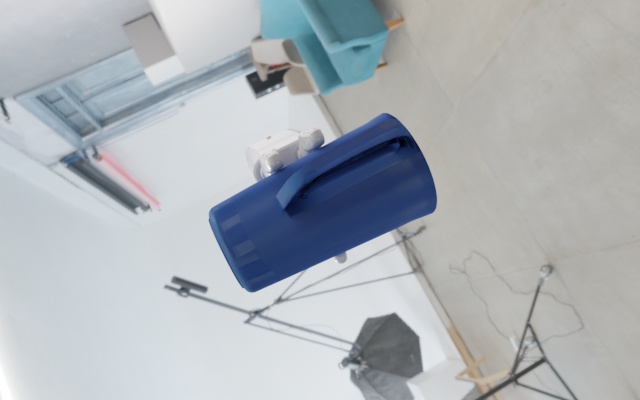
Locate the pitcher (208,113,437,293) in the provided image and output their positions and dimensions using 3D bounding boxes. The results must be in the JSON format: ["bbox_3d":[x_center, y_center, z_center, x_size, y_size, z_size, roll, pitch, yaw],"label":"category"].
[{"bbox_3d":[0.000,0.002,0.546,0.243,0.149,0.145,-27,25,-9],"label":"pitcher"}]
